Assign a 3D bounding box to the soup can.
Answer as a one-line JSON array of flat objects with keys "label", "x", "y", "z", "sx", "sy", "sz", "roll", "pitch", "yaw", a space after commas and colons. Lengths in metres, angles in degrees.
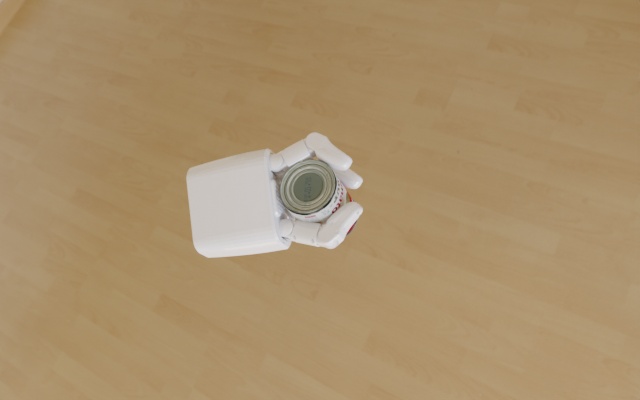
[{"label": "soup can", "x": 0.000, "y": 0.002, "z": 0.564, "sx": 0.068, "sy": 0.068, "sz": 0.102, "roll": 0, "pitch": -21, "yaw": 19}]
